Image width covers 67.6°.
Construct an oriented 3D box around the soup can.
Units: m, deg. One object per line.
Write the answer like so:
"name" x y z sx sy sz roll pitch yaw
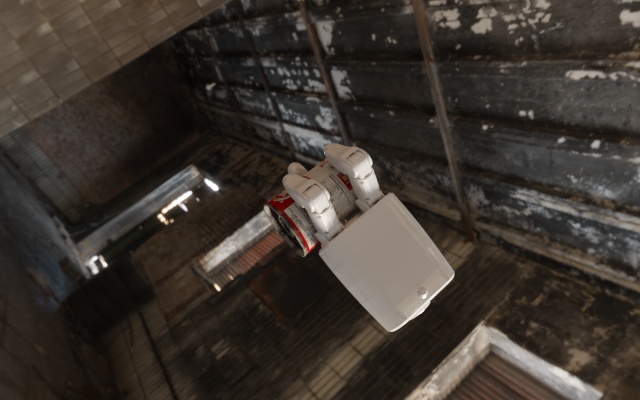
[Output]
"soup can" 0.000 0.001 0.508 0.102 0.068 0.068 -38 12 -16
